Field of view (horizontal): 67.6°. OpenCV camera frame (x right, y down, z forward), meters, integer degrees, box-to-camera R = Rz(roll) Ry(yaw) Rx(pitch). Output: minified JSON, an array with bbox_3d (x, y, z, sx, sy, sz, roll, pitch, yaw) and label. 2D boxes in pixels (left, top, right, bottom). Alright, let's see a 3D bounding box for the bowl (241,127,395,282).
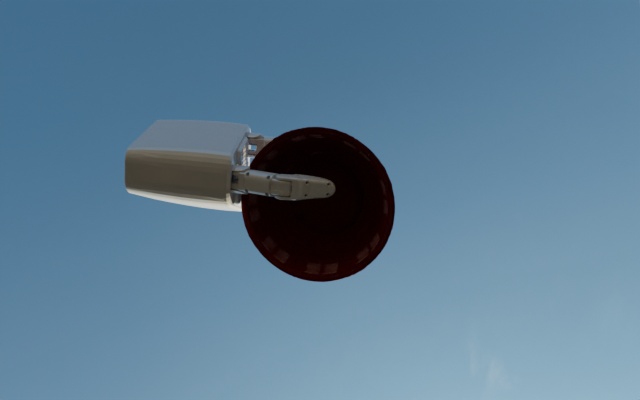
[{"bbox_3d":[0.001,0.002,0.511,0.162,0.162,0.055,0,11,12],"label":"bowl"}]
